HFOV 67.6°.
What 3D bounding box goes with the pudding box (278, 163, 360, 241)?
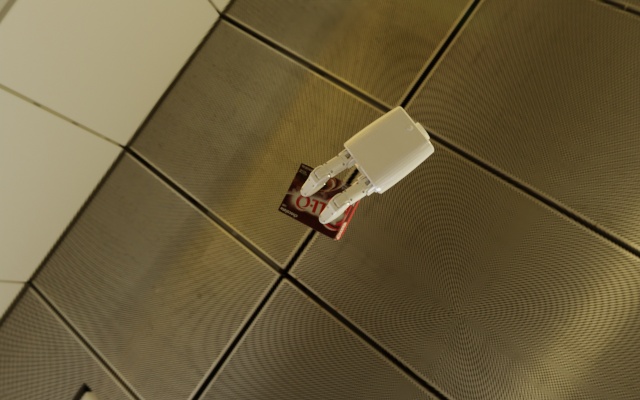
[{"bbox_3d":[0.000,0.003,0.780,0.113,0.090,0.039,26,-2,21],"label":"pudding box"}]
